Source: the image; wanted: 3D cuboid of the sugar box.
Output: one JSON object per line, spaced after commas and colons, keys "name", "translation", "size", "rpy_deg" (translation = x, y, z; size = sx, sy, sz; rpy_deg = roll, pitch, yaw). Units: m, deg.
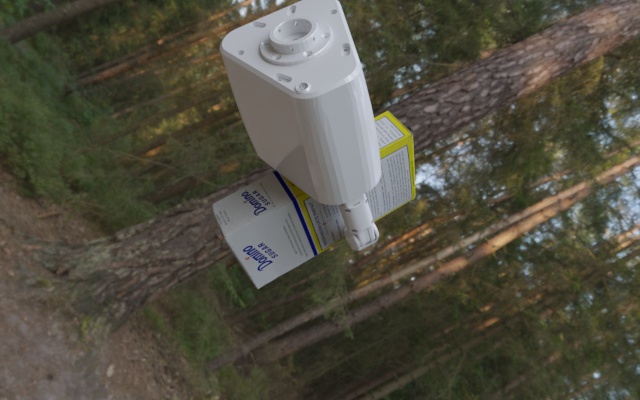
{"name": "sugar box", "translation": [0.000, 0.001, 0.427], "size": [0.176, 0.048, 0.093], "rpy_deg": [-27, -38, -8]}
